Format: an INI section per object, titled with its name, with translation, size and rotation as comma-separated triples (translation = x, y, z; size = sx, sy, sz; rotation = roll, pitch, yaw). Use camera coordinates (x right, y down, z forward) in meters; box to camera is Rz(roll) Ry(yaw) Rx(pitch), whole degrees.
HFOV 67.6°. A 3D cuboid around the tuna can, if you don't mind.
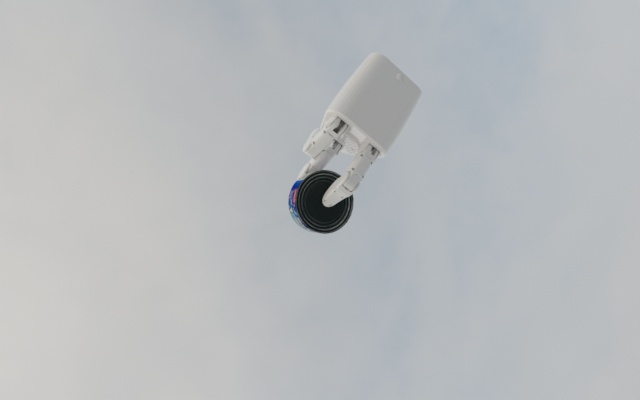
[tuna can]
translation = 0.000, 0.002, 0.653
size = 0.086, 0.086, 0.034
rotation = 0, -1, -25
